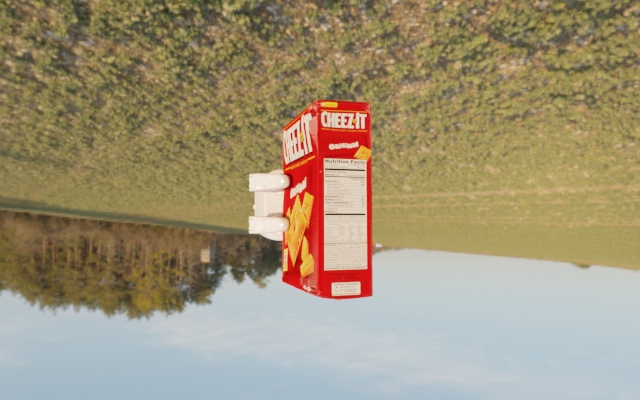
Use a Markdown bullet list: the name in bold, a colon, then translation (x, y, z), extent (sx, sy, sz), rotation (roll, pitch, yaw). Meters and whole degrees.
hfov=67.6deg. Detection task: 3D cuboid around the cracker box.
- **cracker box**: translation (0.000, 0.002, 0.581), extent (0.072, 0.213, 0.164), rotation (0, -2, -18)
